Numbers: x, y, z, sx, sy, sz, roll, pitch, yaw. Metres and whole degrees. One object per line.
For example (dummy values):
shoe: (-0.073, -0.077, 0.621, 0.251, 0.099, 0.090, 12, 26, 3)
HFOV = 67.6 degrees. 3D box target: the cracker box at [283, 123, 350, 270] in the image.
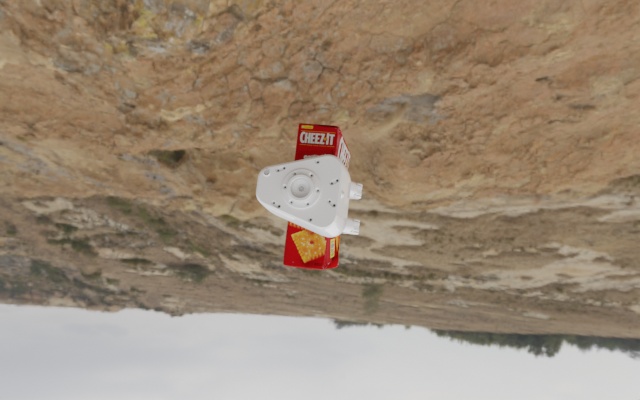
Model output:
cracker box: (0.000, 0.003, 0.772, 0.072, 0.213, 0.164, 6, -7, 9)
